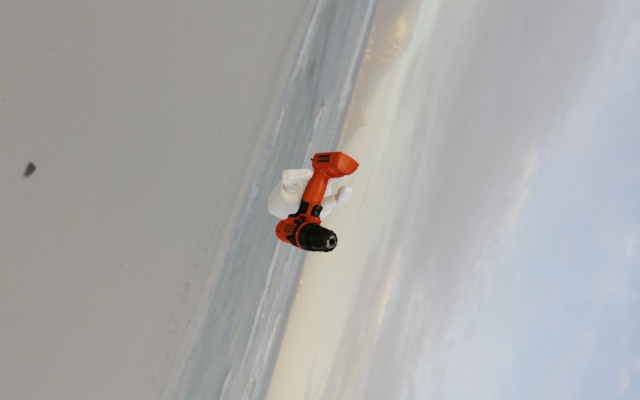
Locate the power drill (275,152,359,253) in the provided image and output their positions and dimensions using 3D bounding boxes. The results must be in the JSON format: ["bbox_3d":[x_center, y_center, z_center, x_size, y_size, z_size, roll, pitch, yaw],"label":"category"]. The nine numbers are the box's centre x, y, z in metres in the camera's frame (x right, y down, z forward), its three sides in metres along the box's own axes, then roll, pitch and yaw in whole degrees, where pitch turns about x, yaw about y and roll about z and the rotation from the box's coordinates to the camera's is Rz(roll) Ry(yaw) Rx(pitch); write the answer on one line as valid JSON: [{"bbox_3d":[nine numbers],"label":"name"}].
[{"bbox_3d":[0.000,0.002,0.875,0.057,0.187,0.184,33,-13,-30],"label":"power drill"}]
